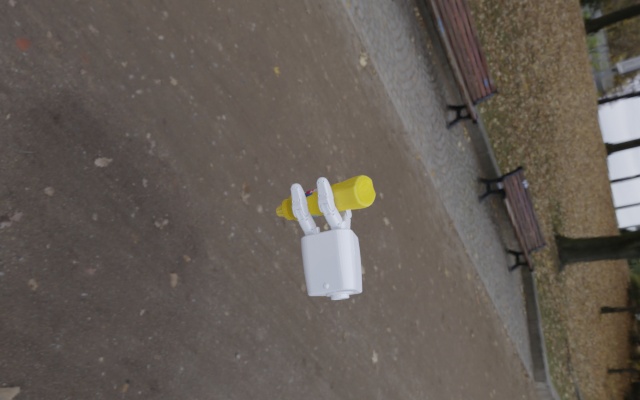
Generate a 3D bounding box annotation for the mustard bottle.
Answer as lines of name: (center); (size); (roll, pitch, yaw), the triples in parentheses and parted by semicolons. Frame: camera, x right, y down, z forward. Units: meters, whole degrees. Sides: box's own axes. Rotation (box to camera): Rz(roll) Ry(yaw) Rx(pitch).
mustard bottle: (0.000, 0.003, 0.896); (0.191, 0.058, 0.096); (-14, 6, 27)
